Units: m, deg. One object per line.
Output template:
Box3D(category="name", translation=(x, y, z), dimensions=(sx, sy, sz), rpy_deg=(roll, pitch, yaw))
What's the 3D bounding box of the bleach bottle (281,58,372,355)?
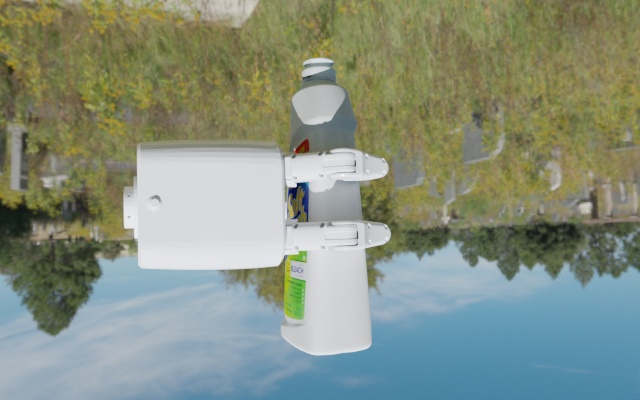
Box3D(category="bleach bottle", translation=(0.000, 0.001, 0.433), dimensions=(0.068, 0.251, 0.102), rpy_deg=(-1, -4, -20))
